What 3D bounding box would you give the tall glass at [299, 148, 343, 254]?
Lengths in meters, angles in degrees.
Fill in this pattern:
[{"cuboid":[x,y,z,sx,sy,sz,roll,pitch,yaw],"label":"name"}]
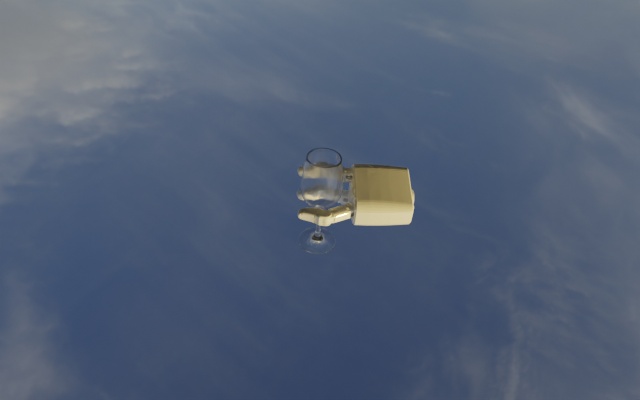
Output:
[{"cuboid":[0.000,0.003,0.882,0.079,0.201,0.079,3,40,-2],"label":"tall glass"}]
